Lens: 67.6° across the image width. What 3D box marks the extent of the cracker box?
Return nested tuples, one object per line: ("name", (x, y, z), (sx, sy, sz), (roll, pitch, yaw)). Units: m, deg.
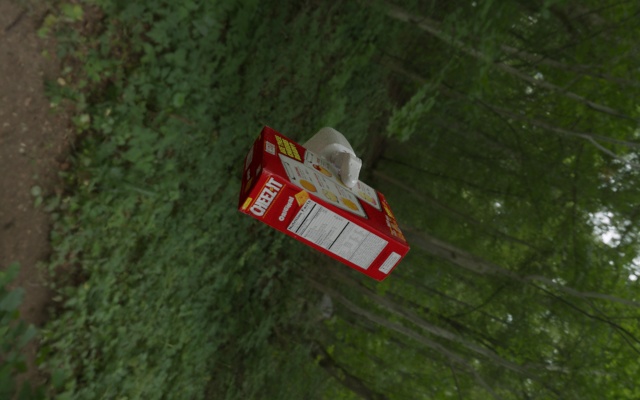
("cracker box", (0.000, 0.002, 0.644), (0.214, 0.072, 0.164), (28, 20, -18))
